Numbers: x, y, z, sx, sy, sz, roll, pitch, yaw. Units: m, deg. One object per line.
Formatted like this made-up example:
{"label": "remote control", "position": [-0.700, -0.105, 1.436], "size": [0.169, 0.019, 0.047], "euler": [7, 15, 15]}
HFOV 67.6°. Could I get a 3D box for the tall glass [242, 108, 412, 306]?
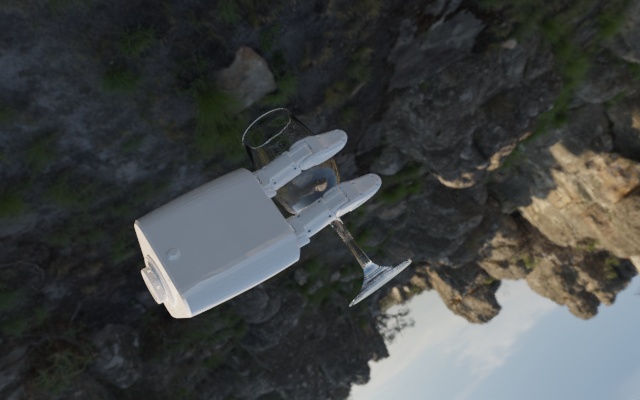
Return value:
{"label": "tall glass", "position": [0.001, 0.002, 0.478], "size": [0.079, 0.201, 0.079], "euler": [-33, -15, -10]}
